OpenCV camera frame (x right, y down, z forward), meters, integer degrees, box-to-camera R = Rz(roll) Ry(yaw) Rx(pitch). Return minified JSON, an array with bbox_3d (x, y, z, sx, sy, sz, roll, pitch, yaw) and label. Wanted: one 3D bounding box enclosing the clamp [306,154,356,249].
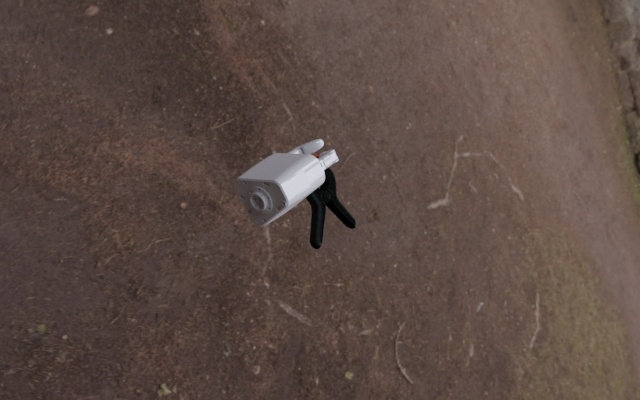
[{"bbox_3d":[0.001,0.003,0.892,0.039,0.171,0.120,-14,17,41],"label":"clamp"}]
